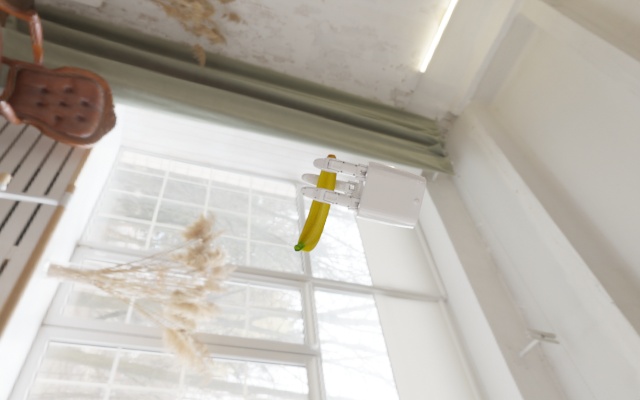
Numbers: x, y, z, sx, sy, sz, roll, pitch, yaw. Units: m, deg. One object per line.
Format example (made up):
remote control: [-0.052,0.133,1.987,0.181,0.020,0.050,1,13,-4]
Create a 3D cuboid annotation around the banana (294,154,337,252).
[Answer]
banana: [-0.002,0.014,0.847,0.037,0.197,0.070,16,-25,4]
